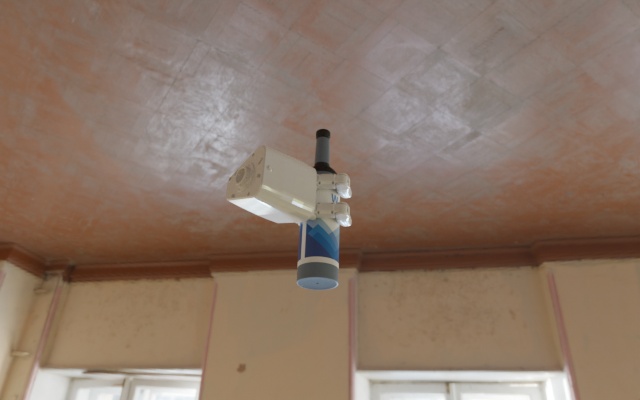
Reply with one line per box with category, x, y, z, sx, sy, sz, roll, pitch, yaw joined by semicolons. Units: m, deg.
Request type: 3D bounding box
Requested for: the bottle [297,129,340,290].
bottle;0.000;0.003;0.826;0.069;0.295;0.069;2;-28;1
